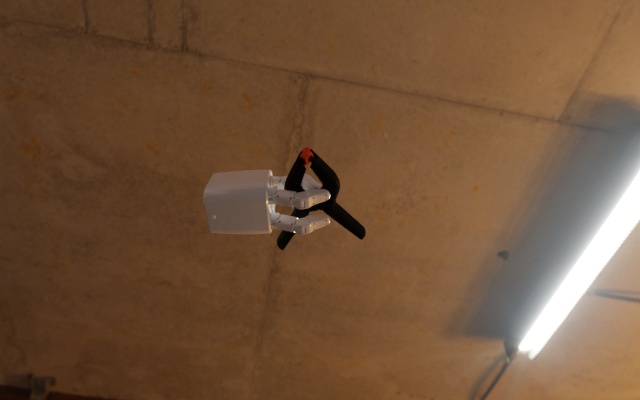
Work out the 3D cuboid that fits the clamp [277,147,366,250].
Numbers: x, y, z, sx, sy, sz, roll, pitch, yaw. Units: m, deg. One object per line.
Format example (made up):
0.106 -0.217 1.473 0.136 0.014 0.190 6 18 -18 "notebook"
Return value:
0.000 0.002 0.831 0.164 0.210 0.036 -3 38 -3 "clamp"
